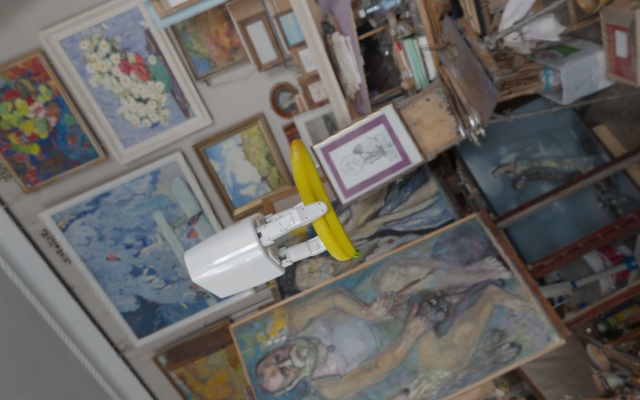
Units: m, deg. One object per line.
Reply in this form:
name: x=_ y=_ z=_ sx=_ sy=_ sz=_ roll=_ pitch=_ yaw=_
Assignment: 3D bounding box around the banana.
banana: x=0.001 y=0.010 z=0.666 sx=0.037 sy=0.198 sz=0.069 roll=-24 pitch=12 yaw=8
